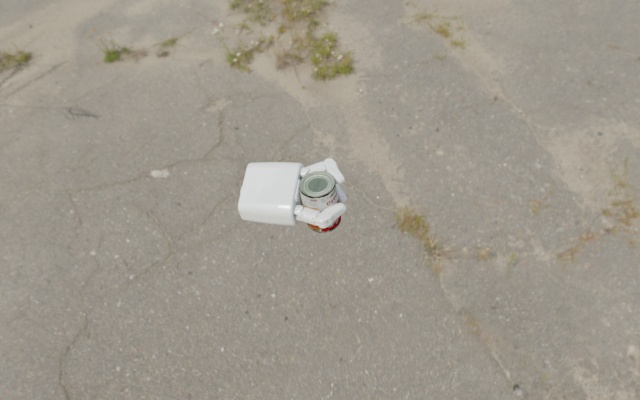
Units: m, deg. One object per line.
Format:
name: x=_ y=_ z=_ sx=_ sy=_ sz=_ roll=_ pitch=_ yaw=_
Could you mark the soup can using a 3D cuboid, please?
soup can: x=0.001 y=0.003 z=0.890 sx=0.068 sy=0.068 sz=0.102 roll=0 pitch=-42 yaw=10
